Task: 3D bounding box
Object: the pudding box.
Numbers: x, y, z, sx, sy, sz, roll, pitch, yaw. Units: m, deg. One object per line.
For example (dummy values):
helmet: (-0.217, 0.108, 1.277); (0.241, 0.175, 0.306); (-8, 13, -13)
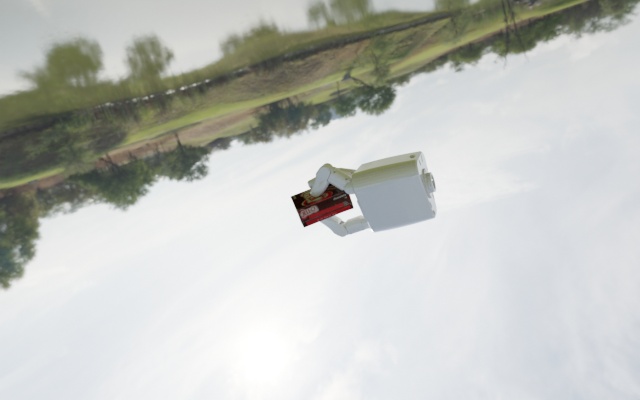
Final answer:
pudding box: (0.000, 0.003, 0.816); (0.090, 0.039, 0.113); (-20, 12, -5)
